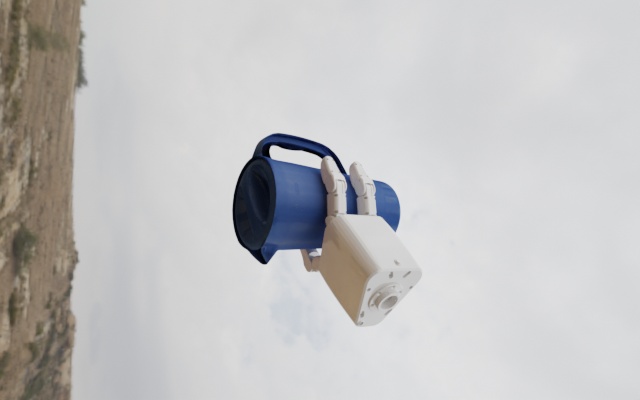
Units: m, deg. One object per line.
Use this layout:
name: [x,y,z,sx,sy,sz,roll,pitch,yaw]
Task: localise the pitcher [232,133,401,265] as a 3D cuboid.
pitcher: [0.000,0.003,0.721,0.243,0.149,0.145,5,32,-35]
